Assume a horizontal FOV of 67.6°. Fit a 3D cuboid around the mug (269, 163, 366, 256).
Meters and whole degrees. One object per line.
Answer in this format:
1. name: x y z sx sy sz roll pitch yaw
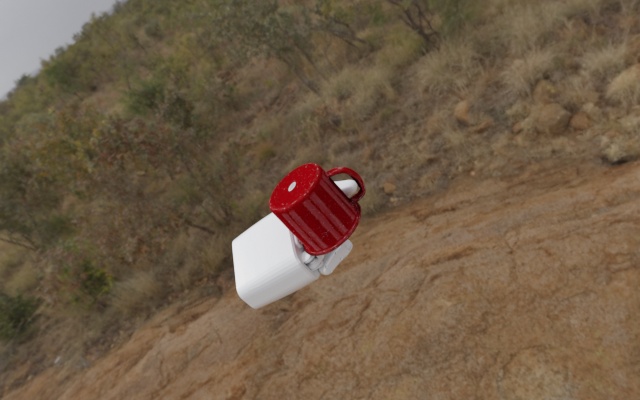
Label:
1. mug: 0.001 0.001 0.592 0.117 0.081 0.093 -33 30 17
